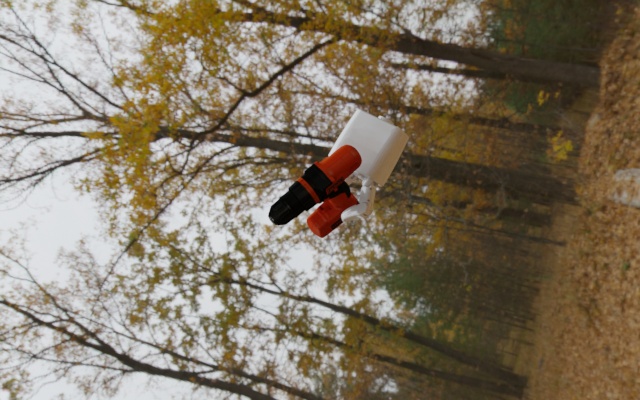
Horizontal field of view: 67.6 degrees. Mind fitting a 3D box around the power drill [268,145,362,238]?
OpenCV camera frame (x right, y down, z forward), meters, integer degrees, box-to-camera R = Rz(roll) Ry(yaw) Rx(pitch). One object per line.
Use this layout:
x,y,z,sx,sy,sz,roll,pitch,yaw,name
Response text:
0.000,0.003,0.846,0.184,0.057,0.188,-38,-21,-8,power drill
